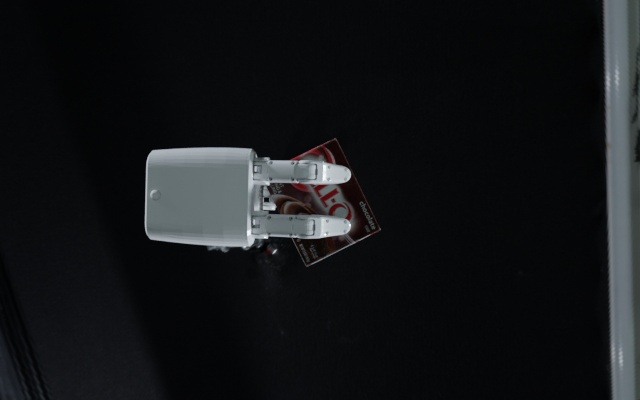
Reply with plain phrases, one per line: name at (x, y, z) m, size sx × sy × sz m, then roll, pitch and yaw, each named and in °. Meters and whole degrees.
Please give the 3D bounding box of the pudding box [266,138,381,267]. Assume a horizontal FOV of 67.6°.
pudding box at (0.000, 0.002, 0.523) m, size 0.090 × 0.113 × 0.039 m, roll -26°, pitch 2°, yaw -2°
